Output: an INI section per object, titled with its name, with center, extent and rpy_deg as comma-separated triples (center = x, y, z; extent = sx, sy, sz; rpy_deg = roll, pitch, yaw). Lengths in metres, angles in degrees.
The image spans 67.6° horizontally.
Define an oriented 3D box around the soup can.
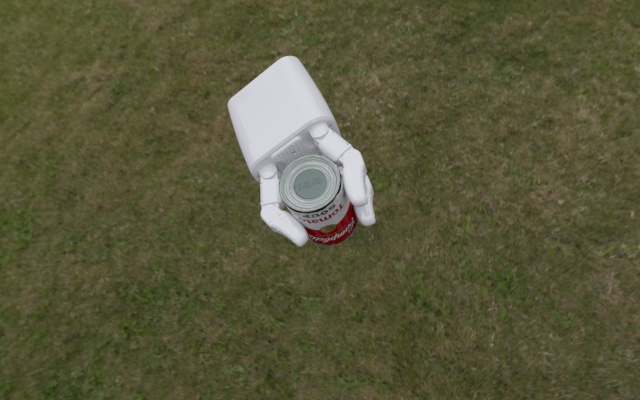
[soup can]
center = 0.000, 0.002, 0.525
extent = 0.068, 0.068, 0.102
rpy_deg = 0, -24, 14
